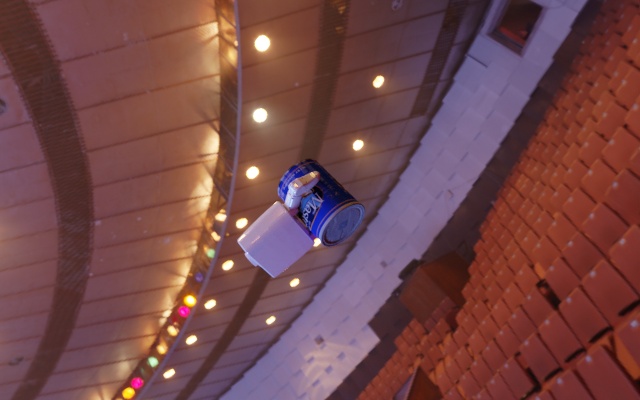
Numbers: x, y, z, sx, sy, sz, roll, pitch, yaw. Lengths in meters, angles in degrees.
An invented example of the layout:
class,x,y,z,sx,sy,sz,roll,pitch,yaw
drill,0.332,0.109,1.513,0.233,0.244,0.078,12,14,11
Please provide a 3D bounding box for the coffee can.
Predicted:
class,x,y,z,sx,sy,sz,roll,pitch,yaw
coffee can,0.000,0.003,0.898,0.103,0.103,0.140,0,38,-50
